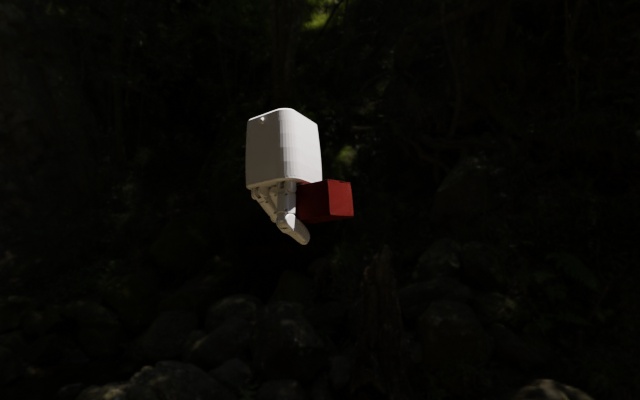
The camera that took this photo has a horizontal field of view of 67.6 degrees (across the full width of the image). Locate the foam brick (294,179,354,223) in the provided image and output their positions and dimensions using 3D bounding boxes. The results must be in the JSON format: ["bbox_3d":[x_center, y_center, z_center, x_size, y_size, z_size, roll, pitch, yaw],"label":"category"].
[{"bbox_3d":[0.000,0.002,0.680,0.078,0.051,0.053,-10,-11,40],"label":"foam brick"}]
